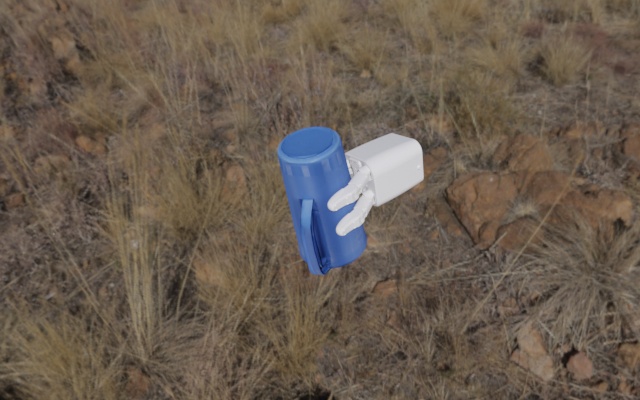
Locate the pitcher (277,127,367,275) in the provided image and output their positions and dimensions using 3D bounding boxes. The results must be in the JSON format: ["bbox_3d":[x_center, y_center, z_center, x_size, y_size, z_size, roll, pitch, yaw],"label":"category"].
[{"bbox_3d":[0.000,0.003,0.846,0.145,0.243,0.149,-27,40,-15],"label":"pitcher"}]
